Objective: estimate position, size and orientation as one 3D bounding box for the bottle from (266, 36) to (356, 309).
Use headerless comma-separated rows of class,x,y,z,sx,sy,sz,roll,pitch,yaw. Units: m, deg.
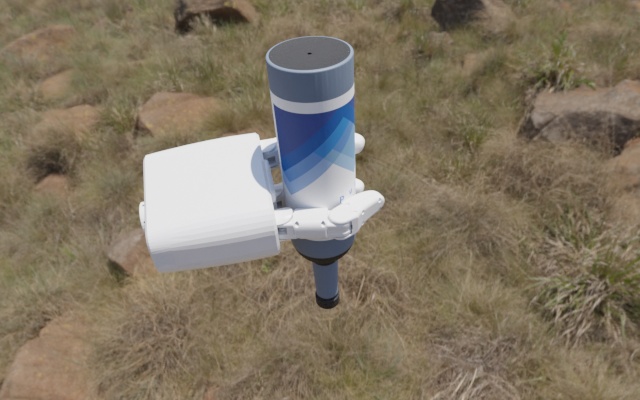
bottle,0.000,0.001,0.453,0.069,0.296,0.069,-2,40,2
